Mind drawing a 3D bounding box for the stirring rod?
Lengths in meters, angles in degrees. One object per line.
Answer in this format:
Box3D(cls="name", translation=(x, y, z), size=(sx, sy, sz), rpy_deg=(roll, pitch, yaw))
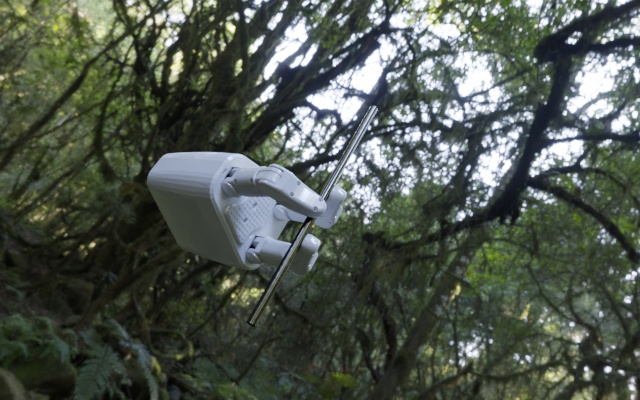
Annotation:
Box3D(cls="stirring rod", translation=(0.000, 0.001, 0.417), size=(0.011, 0.239, 0.011), rpy_deg=(23, -28, 13))
